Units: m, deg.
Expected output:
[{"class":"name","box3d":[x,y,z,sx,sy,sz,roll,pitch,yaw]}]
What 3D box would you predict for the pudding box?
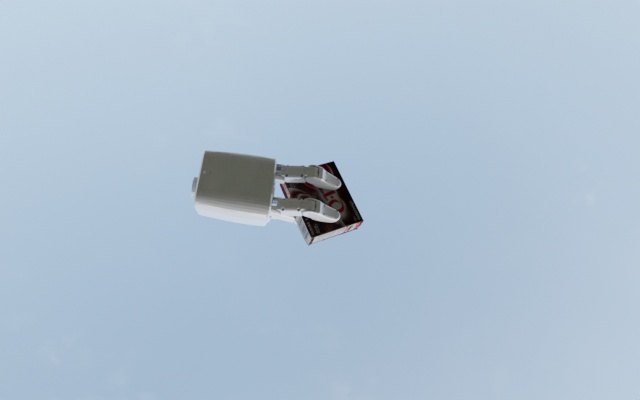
[{"class":"pudding box","box3d":[0.000,0.002,0.727,0.090,0.113,0.039,-17,-19,-22]}]
